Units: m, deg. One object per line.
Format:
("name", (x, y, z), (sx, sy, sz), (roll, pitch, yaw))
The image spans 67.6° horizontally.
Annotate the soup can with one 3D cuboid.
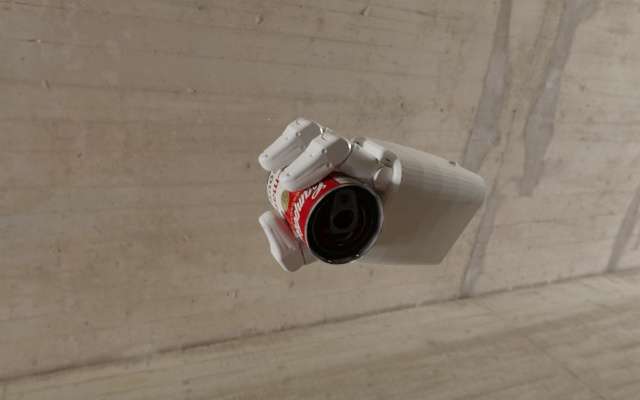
("soup can", (-0.001, 0.001, 0.411), (0.068, 0.068, 0.102), (0, 21, -25))
